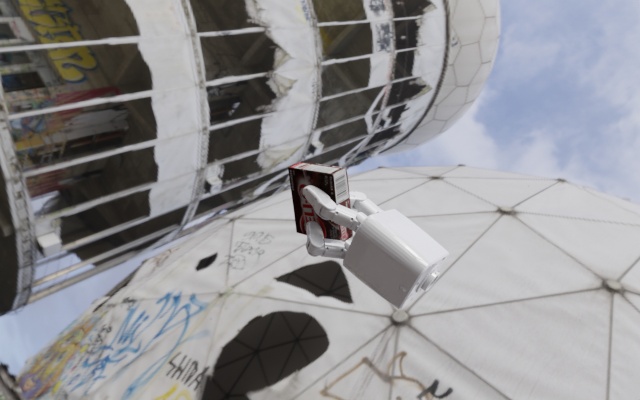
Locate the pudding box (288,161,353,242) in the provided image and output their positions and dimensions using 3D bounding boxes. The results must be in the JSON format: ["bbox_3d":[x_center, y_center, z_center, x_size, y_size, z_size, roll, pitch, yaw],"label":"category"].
[{"bbox_3d":[0.000,0.002,0.718,0.090,0.113,0.039,11,25,39],"label":"pudding box"}]
